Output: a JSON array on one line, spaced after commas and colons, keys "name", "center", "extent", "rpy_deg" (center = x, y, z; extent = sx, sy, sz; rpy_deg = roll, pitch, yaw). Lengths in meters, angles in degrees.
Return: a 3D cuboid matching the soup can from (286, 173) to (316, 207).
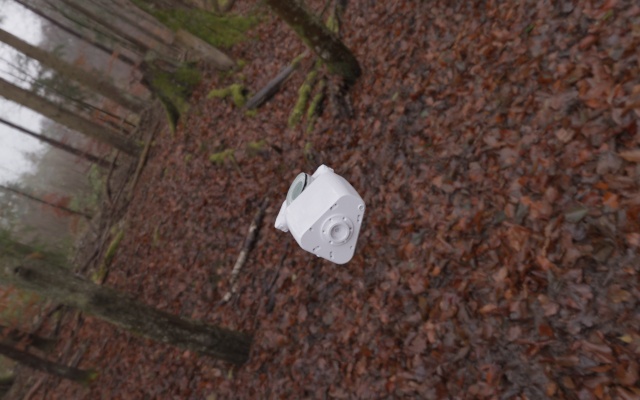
[{"name": "soup can", "center": [0.000, 0.002, 0.824], "extent": [0.102, 0.068, 0.068], "rpy_deg": [25, -10, -21]}]
